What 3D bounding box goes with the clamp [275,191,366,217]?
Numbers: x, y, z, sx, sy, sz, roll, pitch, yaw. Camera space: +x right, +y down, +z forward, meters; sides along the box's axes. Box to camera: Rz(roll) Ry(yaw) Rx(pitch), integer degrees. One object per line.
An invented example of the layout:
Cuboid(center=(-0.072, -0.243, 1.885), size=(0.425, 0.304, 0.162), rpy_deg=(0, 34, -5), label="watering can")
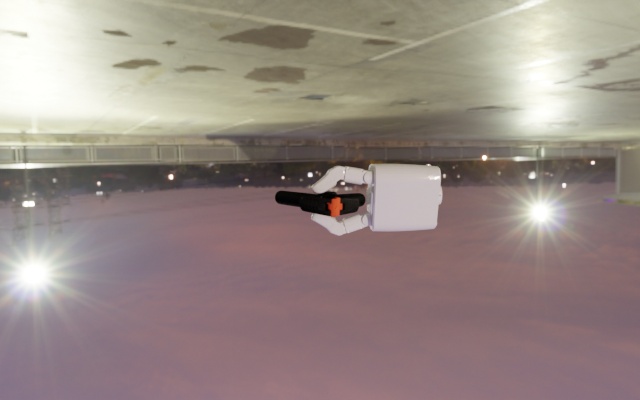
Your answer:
Cuboid(center=(0.000, 0.003, 0.786), size=(0.164, 0.036, 0.210), rpy_deg=(1, 4, 0), label="clamp")
